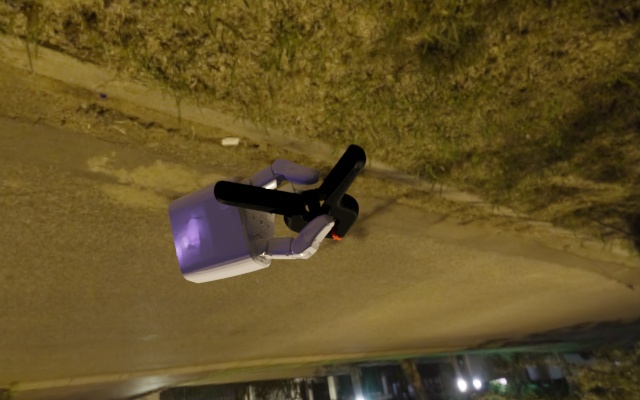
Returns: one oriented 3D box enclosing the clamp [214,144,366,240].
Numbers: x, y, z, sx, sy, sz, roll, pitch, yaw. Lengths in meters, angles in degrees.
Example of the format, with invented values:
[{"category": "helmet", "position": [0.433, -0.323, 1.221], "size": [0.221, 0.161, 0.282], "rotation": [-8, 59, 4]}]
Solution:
[{"category": "clamp", "position": [0.000, 0.003, 0.562], "size": [0.164, 0.036, 0.210], "rotation": [-16, -25, 19]}]
